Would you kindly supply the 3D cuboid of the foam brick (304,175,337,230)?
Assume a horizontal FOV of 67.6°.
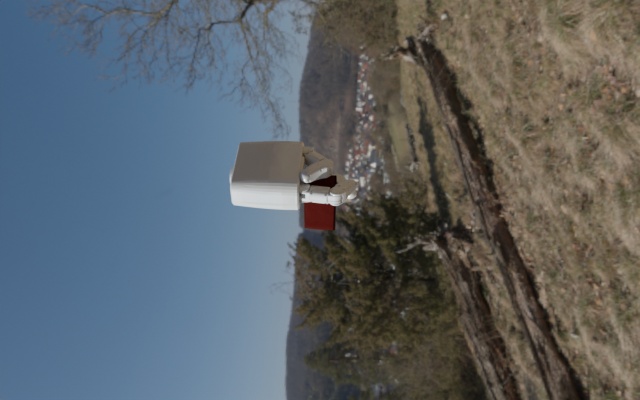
[{"bbox_3d":[0.000,0.003,0.785,0.051,0.078,0.053,1,35,1],"label":"foam brick"}]
